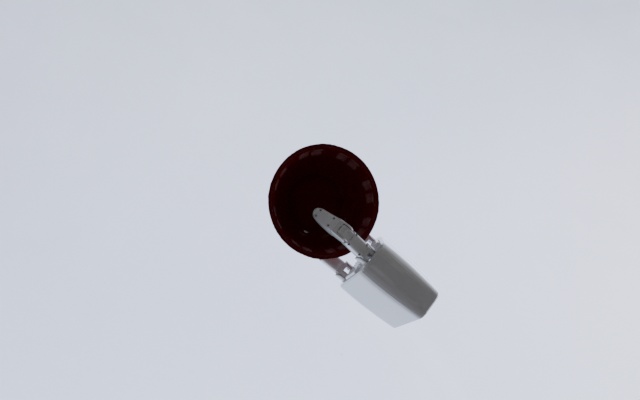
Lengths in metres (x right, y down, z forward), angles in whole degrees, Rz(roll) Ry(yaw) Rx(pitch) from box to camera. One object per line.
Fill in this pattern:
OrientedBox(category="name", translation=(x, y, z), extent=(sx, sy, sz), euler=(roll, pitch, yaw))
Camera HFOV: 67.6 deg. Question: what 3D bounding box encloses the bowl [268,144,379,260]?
OrientedBox(category="bowl", translation=(-0.001, 0.001, 0.689), extent=(0.162, 0.162, 0.055), euler=(0, -2, -16))
